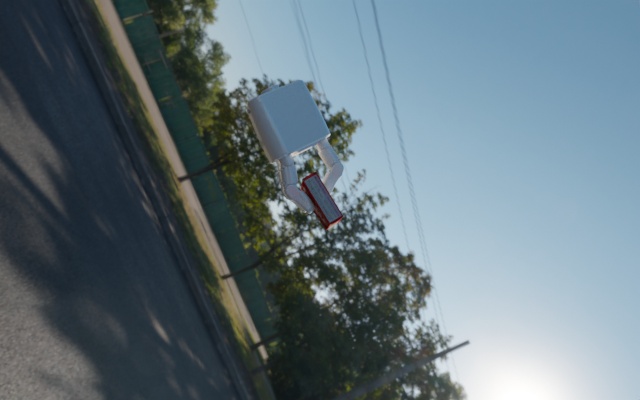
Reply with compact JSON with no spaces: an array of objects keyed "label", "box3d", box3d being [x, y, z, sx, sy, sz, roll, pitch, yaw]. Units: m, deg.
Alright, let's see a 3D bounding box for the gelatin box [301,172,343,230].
[{"label":"gelatin box","box3d":[0.001,0.003,0.803,0.030,0.089,0.073,-31,-7,-10]}]
